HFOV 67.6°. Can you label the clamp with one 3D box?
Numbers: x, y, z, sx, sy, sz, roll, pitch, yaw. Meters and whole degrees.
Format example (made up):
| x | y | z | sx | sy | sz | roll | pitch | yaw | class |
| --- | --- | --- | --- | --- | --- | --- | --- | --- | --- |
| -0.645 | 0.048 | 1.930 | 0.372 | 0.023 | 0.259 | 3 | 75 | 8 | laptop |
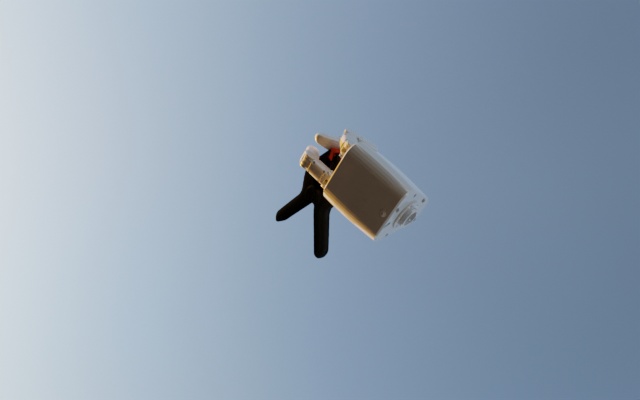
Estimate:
| x | y | z | sx | sy | sz | roll | pitch | yaw | class |
| --- | --- | --- | --- | --- | --- | --- | --- | --- | --- |
| 0.001 | 0.002 | 0.751 | 0.120 | 0.171 | 0.039 | 45 | 29 | 25 | clamp |
